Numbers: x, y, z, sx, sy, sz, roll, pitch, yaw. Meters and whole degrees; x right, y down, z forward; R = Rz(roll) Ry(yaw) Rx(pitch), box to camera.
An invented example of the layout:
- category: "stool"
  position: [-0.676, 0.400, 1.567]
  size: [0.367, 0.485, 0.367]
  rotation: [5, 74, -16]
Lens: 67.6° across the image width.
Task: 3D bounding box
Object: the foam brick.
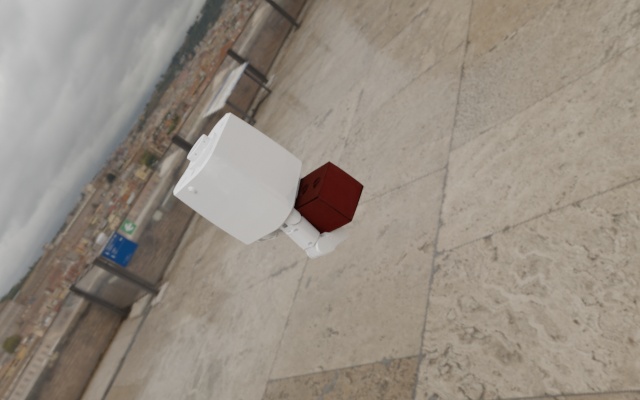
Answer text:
- category: "foam brick"
  position: [0.000, 0.002, 0.541]
  size: [0.051, 0.053, 0.078]
  rotation: [36, -39, -21]
